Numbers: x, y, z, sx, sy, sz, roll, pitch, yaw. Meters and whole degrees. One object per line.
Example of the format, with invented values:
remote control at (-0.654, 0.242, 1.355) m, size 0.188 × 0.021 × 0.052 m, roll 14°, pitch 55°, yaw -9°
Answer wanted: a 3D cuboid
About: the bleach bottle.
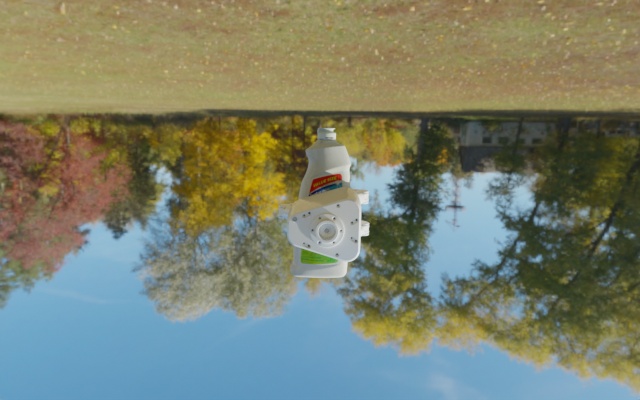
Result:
bleach bottle at (0.000, 0.003, 0.818) m, size 0.102 × 0.251 × 0.068 m, roll 1°, pitch 9°, yaw 2°
